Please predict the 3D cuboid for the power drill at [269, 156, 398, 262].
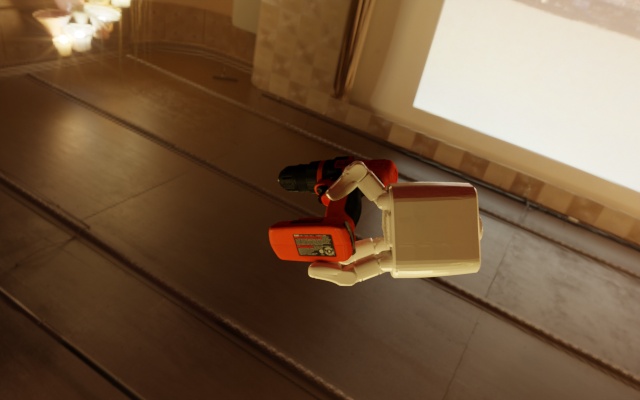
[{"bbox_3d":[0.000,0.002,0.651,0.184,0.057,0.187,-2,34,24],"label":"power drill"}]
